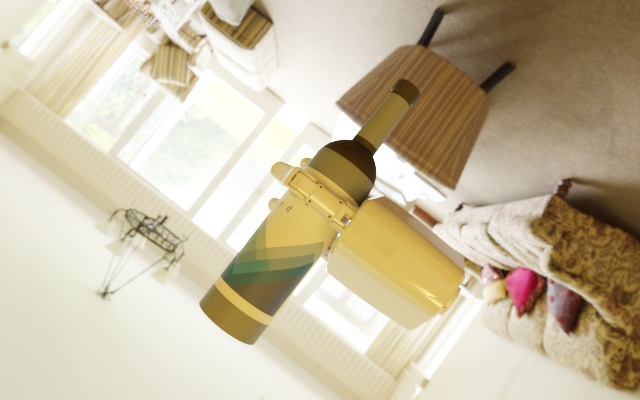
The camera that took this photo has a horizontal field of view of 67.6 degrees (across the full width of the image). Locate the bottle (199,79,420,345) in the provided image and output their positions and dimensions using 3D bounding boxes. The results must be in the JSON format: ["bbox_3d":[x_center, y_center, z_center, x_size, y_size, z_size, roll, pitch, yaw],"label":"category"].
[{"bbox_3d":[0.000,0.002,0.469,0.069,0.295,0.069,37,-5,4],"label":"bottle"}]
